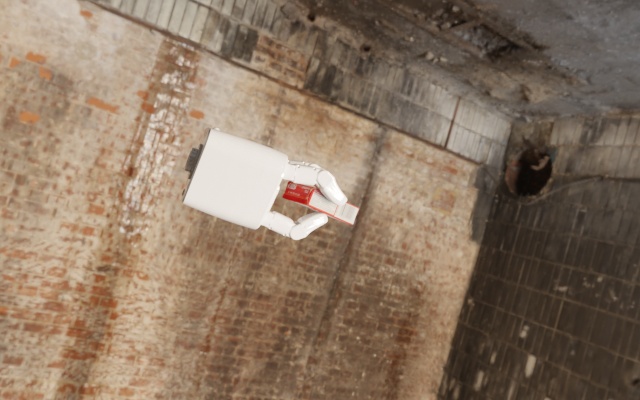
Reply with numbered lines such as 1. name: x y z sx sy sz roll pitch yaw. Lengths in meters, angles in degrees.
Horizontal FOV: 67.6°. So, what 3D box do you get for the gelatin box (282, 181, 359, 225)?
1. gelatin box: 0.000 0.003 0.698 0.089 0.030 0.073 24 -4 -32
